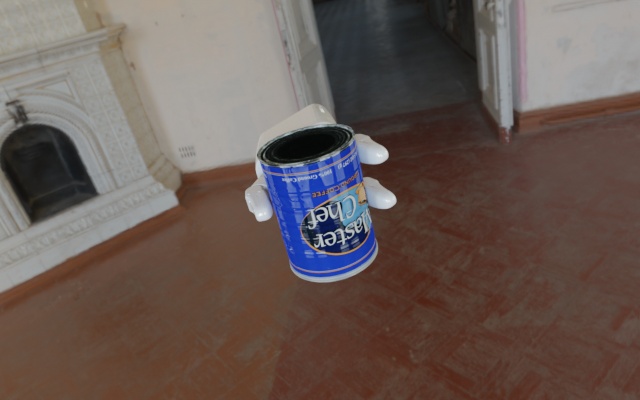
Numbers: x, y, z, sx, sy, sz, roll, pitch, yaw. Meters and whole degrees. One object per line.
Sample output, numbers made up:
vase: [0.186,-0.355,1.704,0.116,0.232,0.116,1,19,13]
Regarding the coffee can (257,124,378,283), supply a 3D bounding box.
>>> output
coffee can: [0.000,0.002,0.516,0.103,0.140,0.102,-11,27,6]
